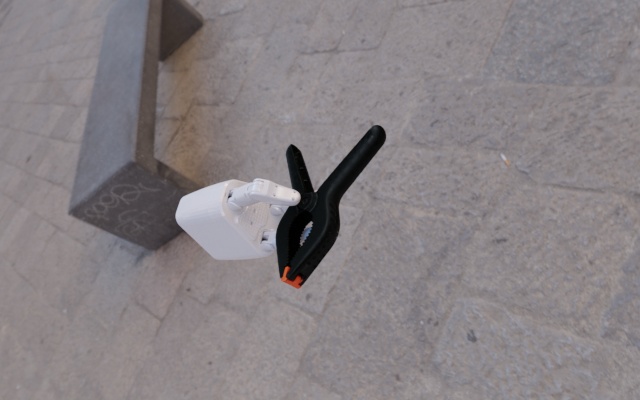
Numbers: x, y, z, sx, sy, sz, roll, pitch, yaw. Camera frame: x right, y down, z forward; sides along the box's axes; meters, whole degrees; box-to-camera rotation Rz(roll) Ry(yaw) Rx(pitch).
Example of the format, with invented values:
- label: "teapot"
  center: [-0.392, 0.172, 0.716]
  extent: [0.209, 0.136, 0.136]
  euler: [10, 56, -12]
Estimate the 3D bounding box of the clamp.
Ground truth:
- label: "clamp"
  center: [-0.001, 0.002, 0.580]
  extent: [0.164, 0.210, 0.036]
  euler: [-14, -36, 41]
